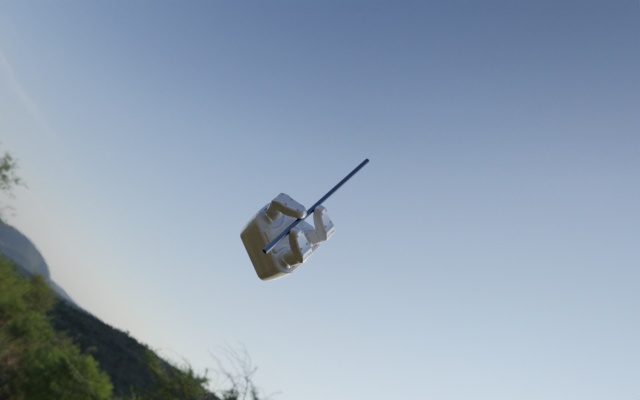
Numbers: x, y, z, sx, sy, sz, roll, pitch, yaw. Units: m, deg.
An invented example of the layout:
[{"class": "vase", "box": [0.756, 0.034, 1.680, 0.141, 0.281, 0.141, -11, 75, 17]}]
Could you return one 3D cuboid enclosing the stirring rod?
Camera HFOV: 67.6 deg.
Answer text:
[{"class": "stirring rod", "box": [0.000, 0.002, 0.719, 0.239, 0.011, 0.011, -41, 25, -31]}]
